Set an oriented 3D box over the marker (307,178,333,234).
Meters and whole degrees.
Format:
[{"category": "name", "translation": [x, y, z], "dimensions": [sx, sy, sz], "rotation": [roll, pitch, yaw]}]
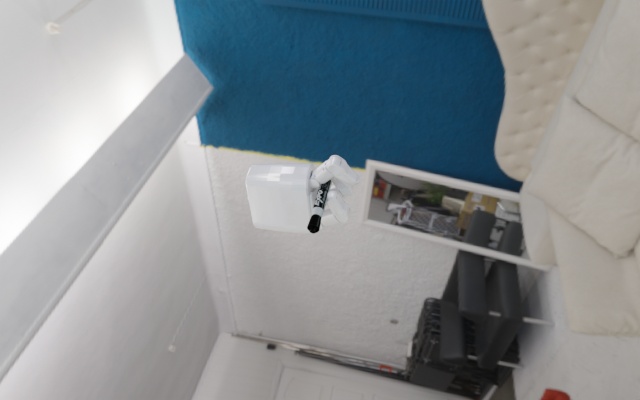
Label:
[{"category": "marker", "translation": [0.000, 0.002, 0.734], "dimensions": [0.020, 0.121, 0.020], "rotation": [8, -42, 8]}]
